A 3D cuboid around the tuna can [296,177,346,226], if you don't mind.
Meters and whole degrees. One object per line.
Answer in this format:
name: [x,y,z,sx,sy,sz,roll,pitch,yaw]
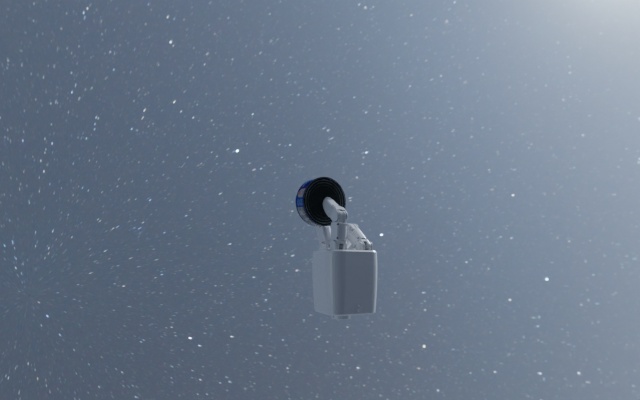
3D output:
tuna can: [0.000,0.003,0.839,0.086,0.086,0.034,0,-4,-31]
